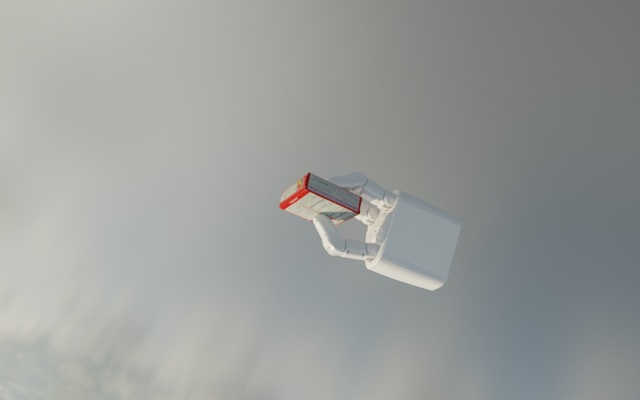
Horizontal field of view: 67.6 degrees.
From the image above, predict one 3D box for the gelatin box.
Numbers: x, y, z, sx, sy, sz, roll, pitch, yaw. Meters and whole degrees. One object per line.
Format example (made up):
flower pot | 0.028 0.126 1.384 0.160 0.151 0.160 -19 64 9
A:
gelatin box | 0.000 0.002 0.650 0.089 0.030 0.073 23 -31 -25
